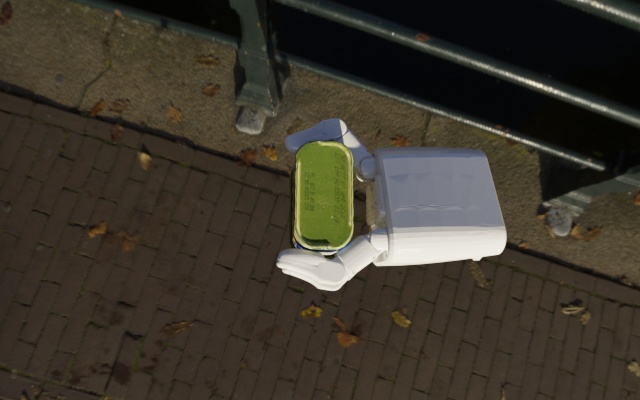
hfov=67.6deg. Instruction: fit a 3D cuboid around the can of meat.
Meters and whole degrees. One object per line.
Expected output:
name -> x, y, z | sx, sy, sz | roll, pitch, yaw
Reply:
can of meat -> 0.000, 0.001, 0.451 | 0.057, 0.102, 0.084 | 1, -11, -5
